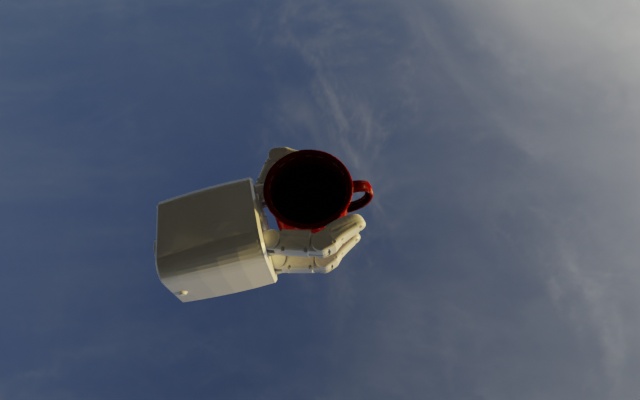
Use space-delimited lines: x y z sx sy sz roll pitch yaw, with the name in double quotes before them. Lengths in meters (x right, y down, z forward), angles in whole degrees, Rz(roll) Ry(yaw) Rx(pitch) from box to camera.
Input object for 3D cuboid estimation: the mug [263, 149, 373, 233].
"mug" 0.001 0.001 0.528 0.117 0.093 0.081 -12 -26 -4
